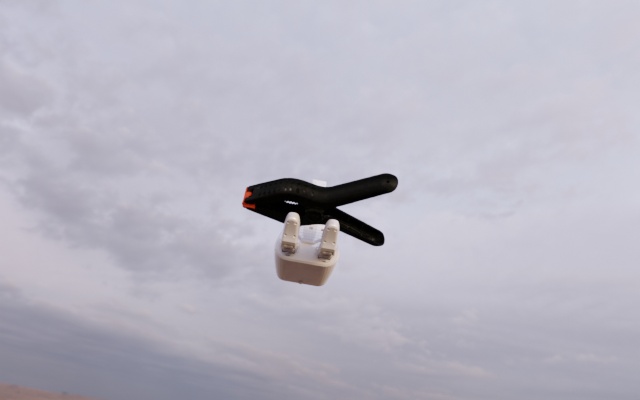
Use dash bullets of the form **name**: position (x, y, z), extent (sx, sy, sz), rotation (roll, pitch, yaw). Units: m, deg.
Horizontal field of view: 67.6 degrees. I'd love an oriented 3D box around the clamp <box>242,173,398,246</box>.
- **clamp**: position (0.000, 0.001, 0.642), extent (0.210, 0.036, 0.165), rotation (10, -33, -1)
